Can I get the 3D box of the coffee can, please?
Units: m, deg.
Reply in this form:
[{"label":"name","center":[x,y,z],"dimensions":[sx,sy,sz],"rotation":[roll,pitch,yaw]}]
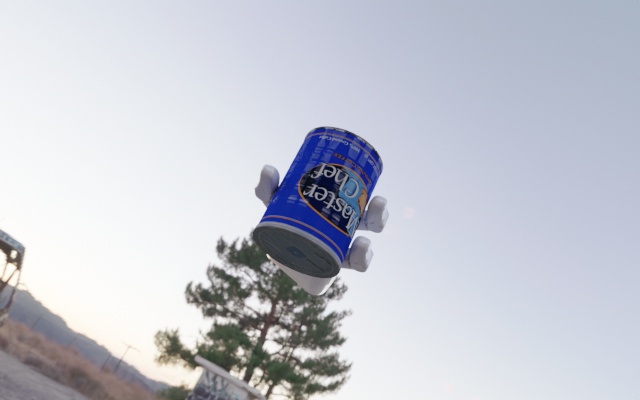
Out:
[{"label":"coffee can","center":[0.000,0.002,0.542],"dimensions":[0.103,0.140,0.103],"rotation":[20,-28,11]}]
